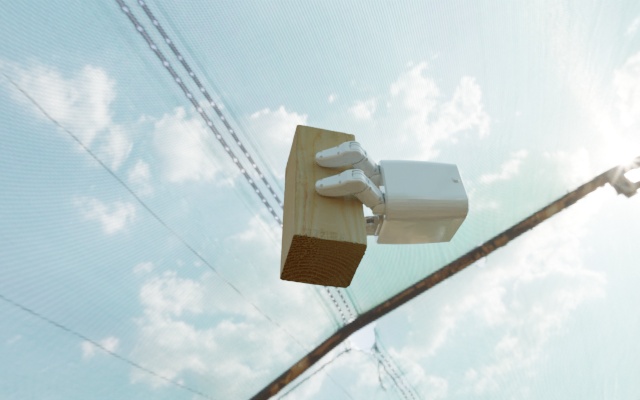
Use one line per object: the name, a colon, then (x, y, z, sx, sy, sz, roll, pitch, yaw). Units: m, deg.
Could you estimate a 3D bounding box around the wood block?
wood block: (0.000, 0.002, 0.635, 0.090, 0.206, 0.091, 9, -46, -10)
